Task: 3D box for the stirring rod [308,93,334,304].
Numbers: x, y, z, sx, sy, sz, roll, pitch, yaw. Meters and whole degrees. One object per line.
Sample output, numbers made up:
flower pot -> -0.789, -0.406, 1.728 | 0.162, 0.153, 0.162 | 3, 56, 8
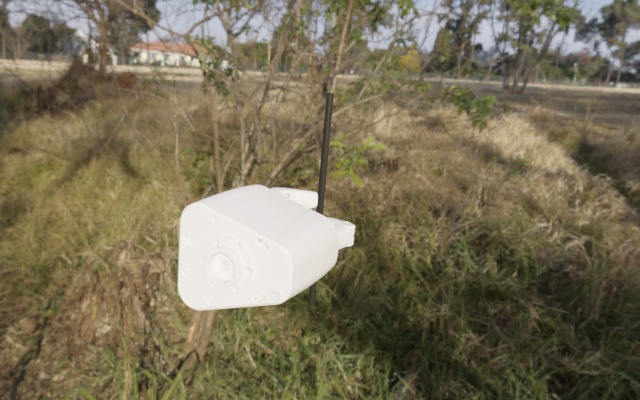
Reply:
stirring rod -> 0.000, 0.002, 0.538 | 0.011, 0.239, 0.011 | 5, 10, -1
